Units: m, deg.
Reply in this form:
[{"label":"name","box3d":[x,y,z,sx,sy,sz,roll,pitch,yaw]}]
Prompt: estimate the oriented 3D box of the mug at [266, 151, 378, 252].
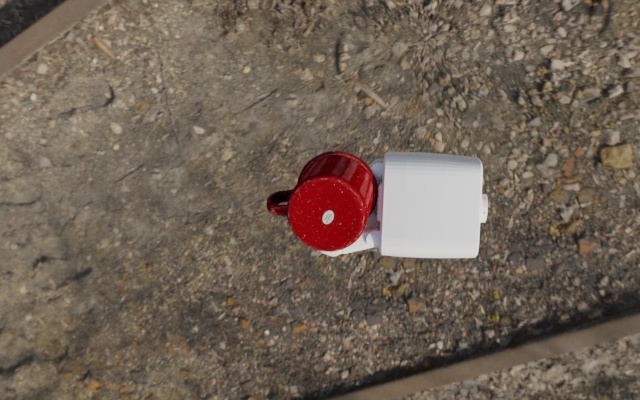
[{"label":"mug","box3d":[-0.001,0.002,0.503,0.117,0.093,0.081,2,19,10]}]
